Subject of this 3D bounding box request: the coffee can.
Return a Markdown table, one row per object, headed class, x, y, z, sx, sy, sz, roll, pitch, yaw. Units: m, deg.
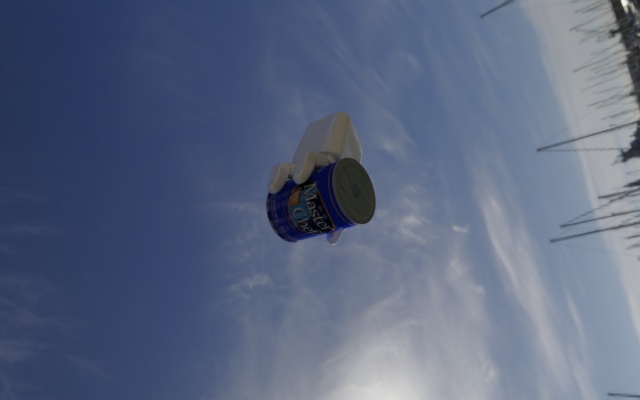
| class | x | y | z | sx | sy | sz | roll | pitch | yaw |
| --- | --- | --- | --- | --- | --- | --- | --- | --- | --- |
| coffee can | 0.000 | 0.003 | 0.748 | 0.140 | 0.103 | 0.103 | -18 | -11 | 36 |
